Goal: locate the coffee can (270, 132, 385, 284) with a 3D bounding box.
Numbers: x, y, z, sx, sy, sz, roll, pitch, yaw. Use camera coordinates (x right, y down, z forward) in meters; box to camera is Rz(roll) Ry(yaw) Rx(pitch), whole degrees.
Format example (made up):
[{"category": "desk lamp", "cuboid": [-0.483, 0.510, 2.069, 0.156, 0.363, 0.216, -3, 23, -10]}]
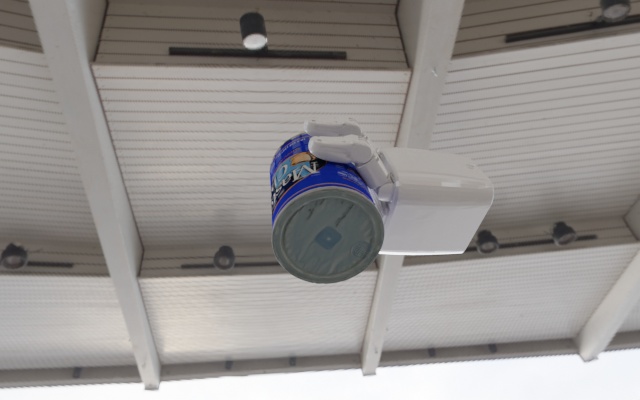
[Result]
[{"category": "coffee can", "cuboid": [0.000, 0.002, 0.489, 0.103, 0.103, 0.140, 0, 29, -7]}]
